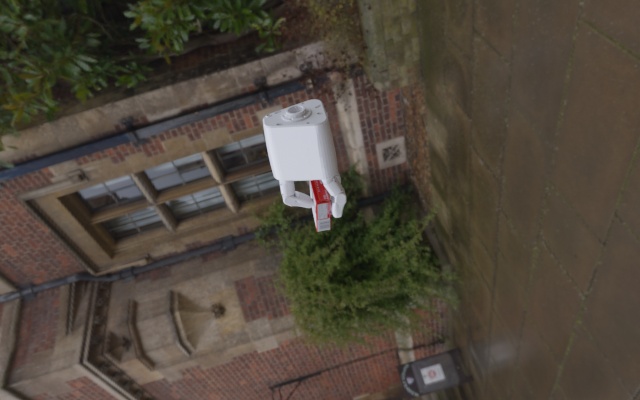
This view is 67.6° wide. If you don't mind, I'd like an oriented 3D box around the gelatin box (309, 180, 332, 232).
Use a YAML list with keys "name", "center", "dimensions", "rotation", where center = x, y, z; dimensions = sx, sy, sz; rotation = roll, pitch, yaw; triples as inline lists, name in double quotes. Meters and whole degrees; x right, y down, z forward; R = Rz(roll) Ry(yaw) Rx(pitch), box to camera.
- name: "gelatin box"
  center: [0.000, 0.003, 0.897]
  dimensions: [0.030, 0.073, 0.089]
  rotation: [-9, -39, -6]
